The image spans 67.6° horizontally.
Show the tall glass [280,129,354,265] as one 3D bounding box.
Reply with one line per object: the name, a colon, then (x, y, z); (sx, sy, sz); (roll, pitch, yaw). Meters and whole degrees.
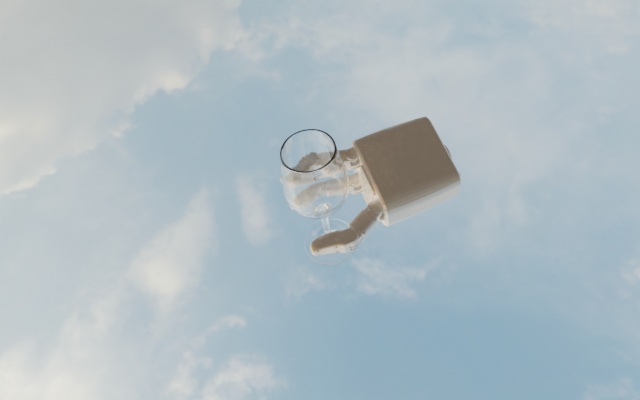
tall glass: (0.000, 0.002, 0.591); (0.079, 0.079, 0.201); (0, -34, 10)
